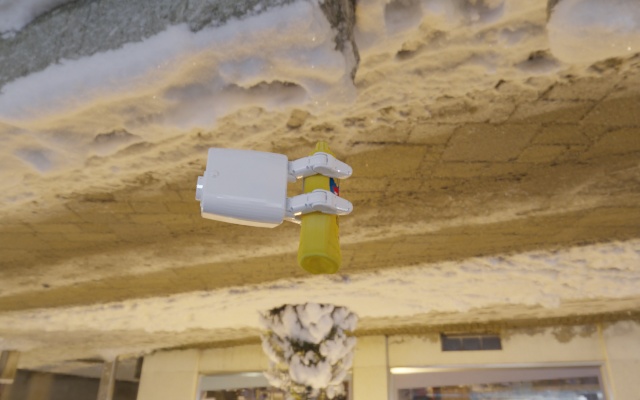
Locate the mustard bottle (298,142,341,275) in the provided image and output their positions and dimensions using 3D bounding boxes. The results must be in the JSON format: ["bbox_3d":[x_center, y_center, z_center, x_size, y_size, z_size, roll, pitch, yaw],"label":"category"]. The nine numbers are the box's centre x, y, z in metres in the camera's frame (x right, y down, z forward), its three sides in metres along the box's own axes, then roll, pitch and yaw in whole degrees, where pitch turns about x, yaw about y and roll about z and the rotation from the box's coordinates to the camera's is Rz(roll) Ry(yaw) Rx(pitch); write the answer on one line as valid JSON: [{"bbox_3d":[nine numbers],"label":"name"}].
[{"bbox_3d":[0.000,0.002,0.680,0.058,0.191,0.096,-4,-25,9],"label":"mustard bottle"}]
